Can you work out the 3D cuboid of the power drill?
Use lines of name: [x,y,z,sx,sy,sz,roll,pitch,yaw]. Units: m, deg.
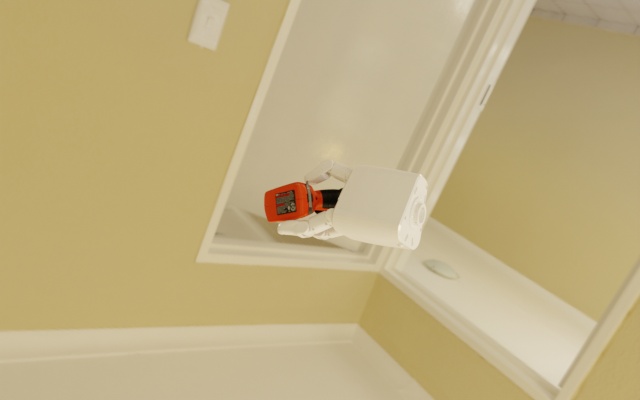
power drill: [0.000,0.003,0.818,0.187,0.057,0.184,-4,-7,-41]
